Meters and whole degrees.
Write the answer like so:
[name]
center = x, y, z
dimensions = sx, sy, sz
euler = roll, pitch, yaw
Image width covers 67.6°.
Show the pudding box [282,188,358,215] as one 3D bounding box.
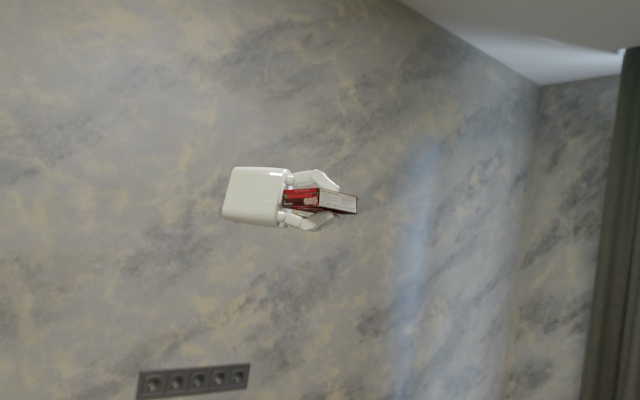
[pudding box]
center = 0.000, 0.003, 0.867
dimensions = 0.090, 0.039, 0.113
euler = 0, -6, 42
